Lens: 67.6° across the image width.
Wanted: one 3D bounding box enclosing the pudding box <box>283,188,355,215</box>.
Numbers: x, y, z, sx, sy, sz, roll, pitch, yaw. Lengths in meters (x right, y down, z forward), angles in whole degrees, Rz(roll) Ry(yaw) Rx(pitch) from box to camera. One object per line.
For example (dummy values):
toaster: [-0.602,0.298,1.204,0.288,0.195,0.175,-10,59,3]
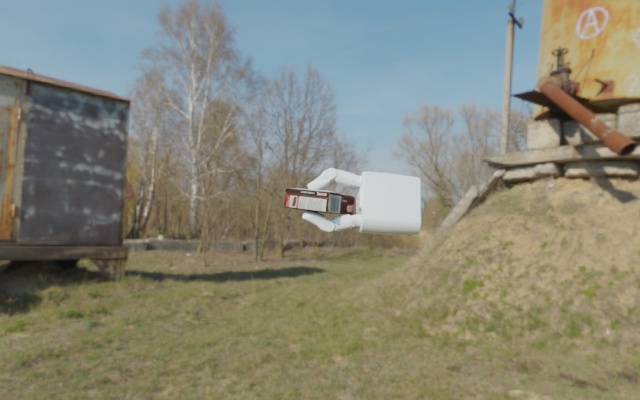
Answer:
pudding box: [0.000,0.003,0.863,0.090,0.039,0.113,5,-3,27]
